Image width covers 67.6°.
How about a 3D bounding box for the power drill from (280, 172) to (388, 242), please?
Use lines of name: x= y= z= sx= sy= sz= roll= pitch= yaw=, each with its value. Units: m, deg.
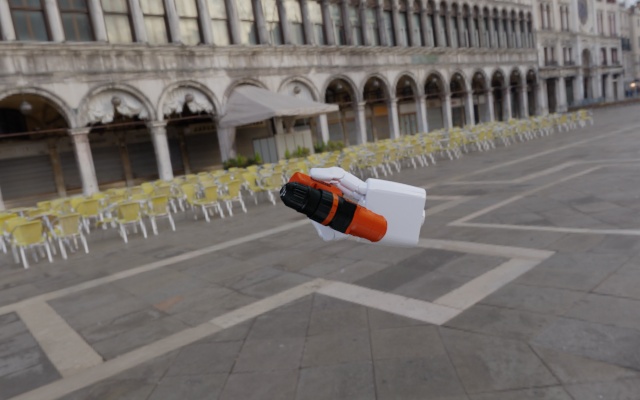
power drill: x=0.000 y=0.003 z=0.793 sx=0.184 sy=0.057 sz=0.187 roll=24 pitch=6 yaw=-22
